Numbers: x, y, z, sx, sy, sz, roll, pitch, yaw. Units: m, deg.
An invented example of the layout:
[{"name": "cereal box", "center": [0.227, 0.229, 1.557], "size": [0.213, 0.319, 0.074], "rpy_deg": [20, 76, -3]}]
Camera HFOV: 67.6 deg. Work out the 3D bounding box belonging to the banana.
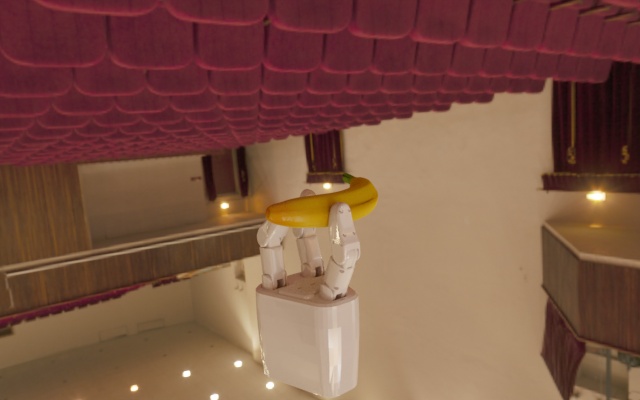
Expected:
[{"name": "banana", "center": [0.018, 0.003, 0.528], "size": [0.069, 0.037, 0.197], "rpy_deg": [6, 14, 26]}]
